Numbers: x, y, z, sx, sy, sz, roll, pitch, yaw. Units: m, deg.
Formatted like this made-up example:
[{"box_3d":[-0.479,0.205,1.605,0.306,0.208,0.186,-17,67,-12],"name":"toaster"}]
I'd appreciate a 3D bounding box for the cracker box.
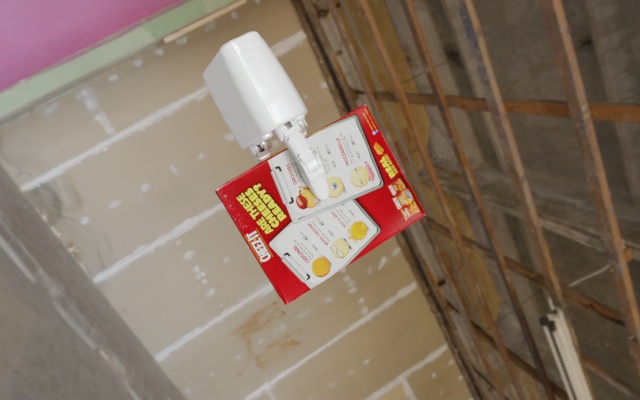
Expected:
[{"box_3d":[0.000,0.002,0.608,0.213,0.164,0.072,-31,7,-11],"name":"cracker box"}]
